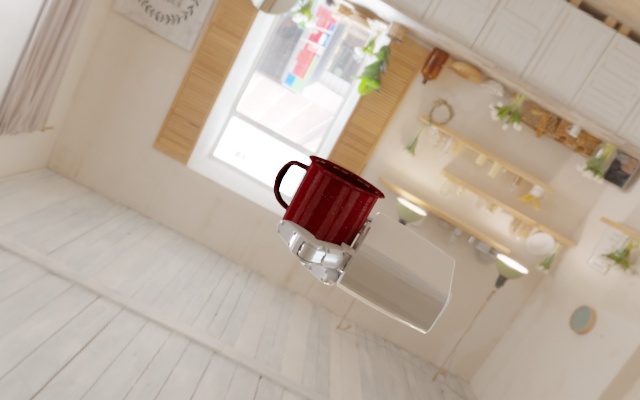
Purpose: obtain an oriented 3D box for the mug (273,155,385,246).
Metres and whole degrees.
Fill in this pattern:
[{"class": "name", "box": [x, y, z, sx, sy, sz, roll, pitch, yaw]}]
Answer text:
[{"class": "mug", "box": [-0.001, 0.001, 0.525, 0.117, 0.081, 0.093, 30, 12, 8]}]
